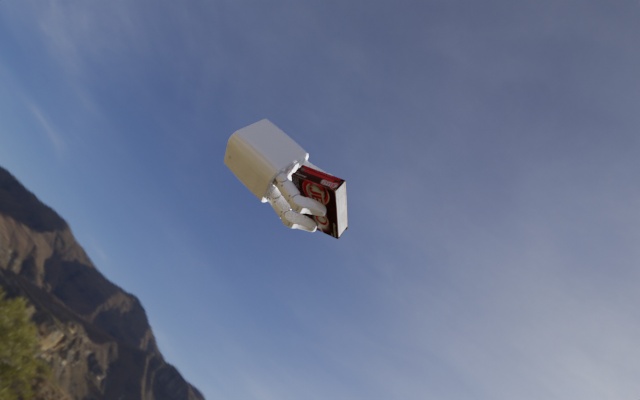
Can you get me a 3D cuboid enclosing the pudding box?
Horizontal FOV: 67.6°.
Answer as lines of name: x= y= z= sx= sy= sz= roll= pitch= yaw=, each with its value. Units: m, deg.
pudding box: x=0.000 y=0.003 z=0.821 sx=0.090 sy=0.114 sz=0.039 roll=22 pitch=50 yaw=29
